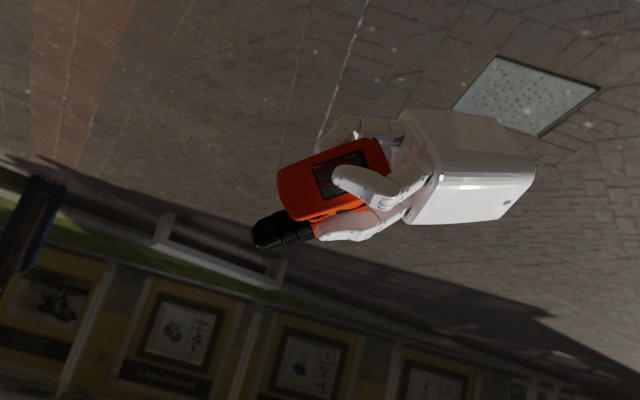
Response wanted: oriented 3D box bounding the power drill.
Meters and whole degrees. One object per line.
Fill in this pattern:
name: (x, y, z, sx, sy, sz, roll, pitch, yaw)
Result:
power drill: (0.000, 0.002, 0.521, 0.184, 0.057, 0.188, -22, -10, -3)
